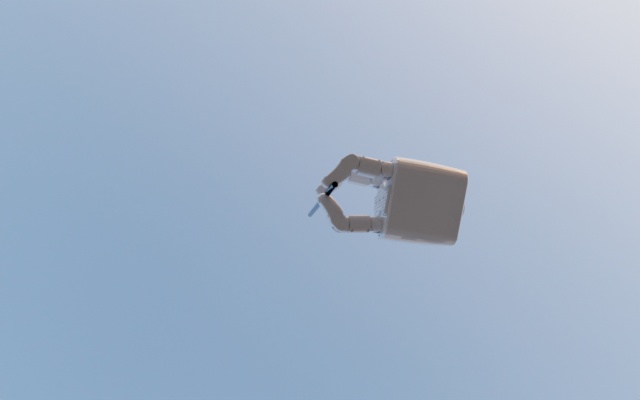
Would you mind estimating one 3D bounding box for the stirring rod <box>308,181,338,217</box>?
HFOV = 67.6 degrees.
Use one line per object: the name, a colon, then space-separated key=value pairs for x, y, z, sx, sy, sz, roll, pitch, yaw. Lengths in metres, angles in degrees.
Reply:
stirring rod: x=0.000 y=0.002 z=0.711 sx=0.011 sy=0.011 sz=0.239 roll=0 pitch=-11 yaw=-9
